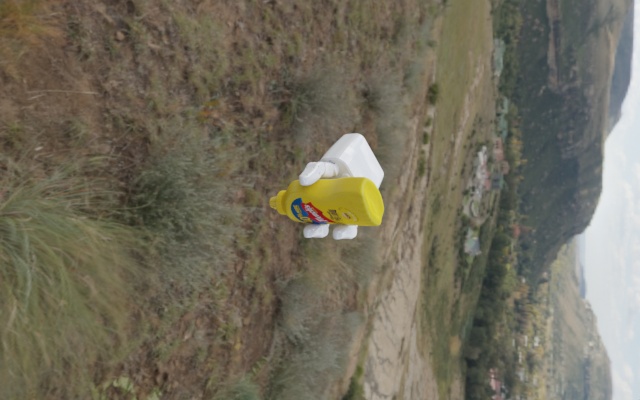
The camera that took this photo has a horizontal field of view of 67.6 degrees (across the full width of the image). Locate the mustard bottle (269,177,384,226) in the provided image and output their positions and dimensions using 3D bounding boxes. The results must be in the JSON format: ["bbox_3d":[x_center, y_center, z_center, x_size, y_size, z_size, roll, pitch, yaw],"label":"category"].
[{"bbox_3d":[0.000,0.003,0.781,0.191,0.058,0.096,0,-32,28],"label":"mustard bottle"}]
